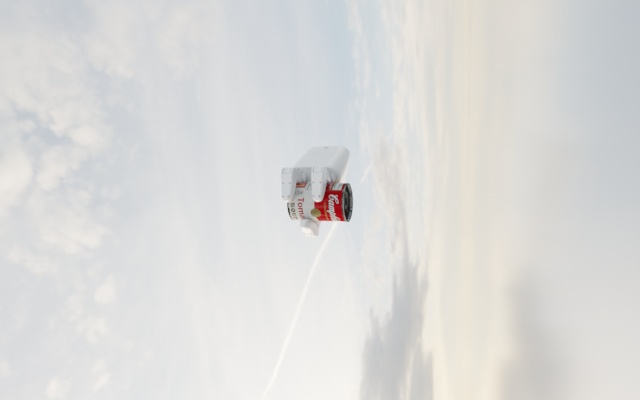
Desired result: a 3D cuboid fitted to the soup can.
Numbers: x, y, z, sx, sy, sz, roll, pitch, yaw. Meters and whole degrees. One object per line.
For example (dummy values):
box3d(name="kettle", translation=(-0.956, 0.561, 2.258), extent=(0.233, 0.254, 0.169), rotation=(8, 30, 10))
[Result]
box3d(name="soup can", translation=(0.000, 0.003, 0.836), extent=(0.102, 0.068, 0.068), rotation=(1, 0, 17))
